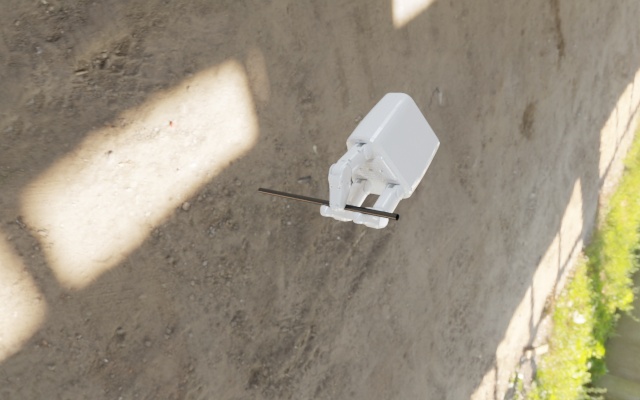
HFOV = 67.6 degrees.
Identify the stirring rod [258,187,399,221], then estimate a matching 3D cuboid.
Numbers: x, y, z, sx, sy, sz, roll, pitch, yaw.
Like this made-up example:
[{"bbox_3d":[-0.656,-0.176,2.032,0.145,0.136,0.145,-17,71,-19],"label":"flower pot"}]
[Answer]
[{"bbox_3d":[0.000,0.002,0.640,0.239,0.011,0.011,11,7,40],"label":"stirring rod"}]
